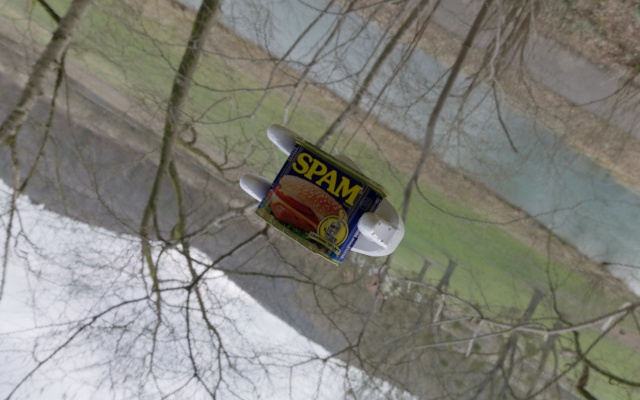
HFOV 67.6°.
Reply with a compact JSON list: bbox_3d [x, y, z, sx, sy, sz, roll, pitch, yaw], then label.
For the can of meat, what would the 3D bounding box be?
[{"bbox_3d":[0.000,0.002,0.455,0.102,0.084,0.057,32,1,14],"label":"can of meat"}]
